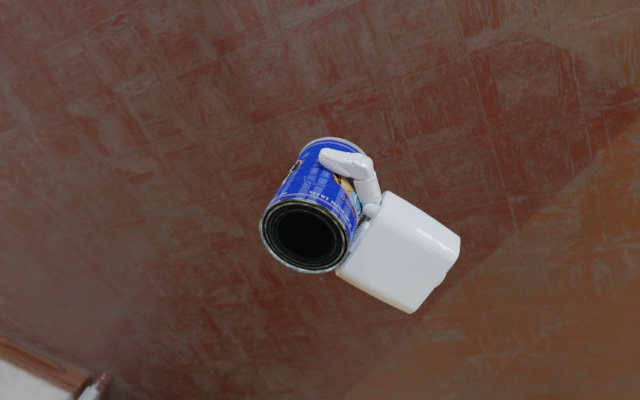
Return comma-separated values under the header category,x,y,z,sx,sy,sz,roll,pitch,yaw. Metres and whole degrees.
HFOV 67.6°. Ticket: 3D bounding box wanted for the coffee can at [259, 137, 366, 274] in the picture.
category,x,y,z,sx,sy,sz,roll,pitch,yaw
coffee can,0.000,0.002,0.568,0.103,0.103,0.140,0,34,19
